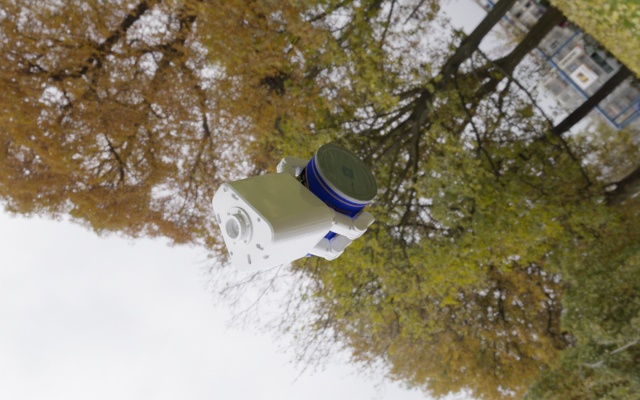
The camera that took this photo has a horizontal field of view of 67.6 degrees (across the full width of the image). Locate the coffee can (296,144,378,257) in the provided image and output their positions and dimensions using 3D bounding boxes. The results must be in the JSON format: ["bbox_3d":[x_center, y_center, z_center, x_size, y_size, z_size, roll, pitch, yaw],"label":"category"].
[{"bbox_3d":[0.000,0.002,0.695,0.103,0.102,0.140,0,-37,-44],"label":"coffee can"}]
